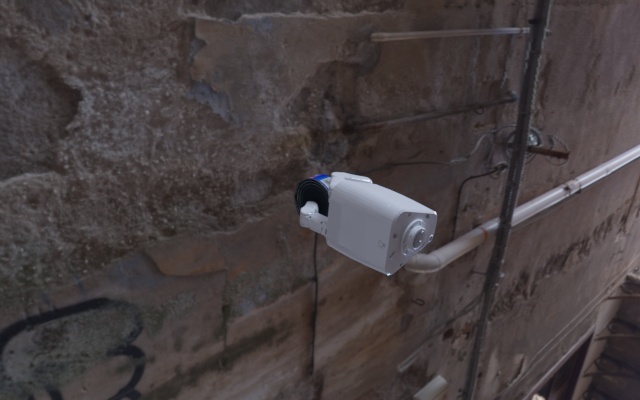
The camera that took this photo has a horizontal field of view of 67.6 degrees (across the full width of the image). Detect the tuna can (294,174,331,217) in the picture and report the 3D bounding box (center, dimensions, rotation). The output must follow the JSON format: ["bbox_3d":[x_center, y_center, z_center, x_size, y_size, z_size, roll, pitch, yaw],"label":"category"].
[{"bbox_3d":[0.000,0.002,0.753,0.086,0.086,0.033,0,16,46],"label":"tuna can"}]
